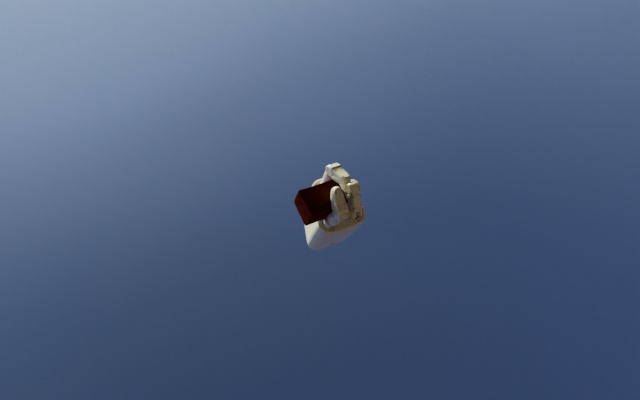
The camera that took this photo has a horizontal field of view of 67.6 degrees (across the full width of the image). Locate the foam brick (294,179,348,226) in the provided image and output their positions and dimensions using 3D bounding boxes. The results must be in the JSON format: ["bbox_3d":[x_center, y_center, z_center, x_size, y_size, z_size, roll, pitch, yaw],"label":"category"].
[{"bbox_3d":[0.000,0.003,0.853,0.078,0.053,0.051,-19,-18,-24],"label":"foam brick"}]
